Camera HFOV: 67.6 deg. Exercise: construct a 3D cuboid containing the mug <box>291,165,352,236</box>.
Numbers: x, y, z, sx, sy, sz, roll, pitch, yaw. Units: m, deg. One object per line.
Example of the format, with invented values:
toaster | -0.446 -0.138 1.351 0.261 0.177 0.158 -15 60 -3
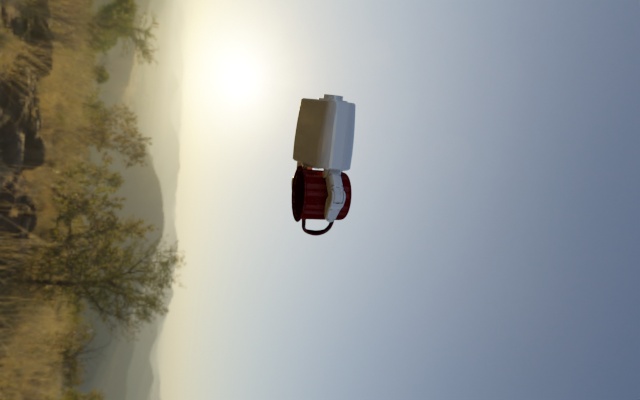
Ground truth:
mug | 0.000 0.004 0.792 0.081 0.117 0.093 3 12 -16
